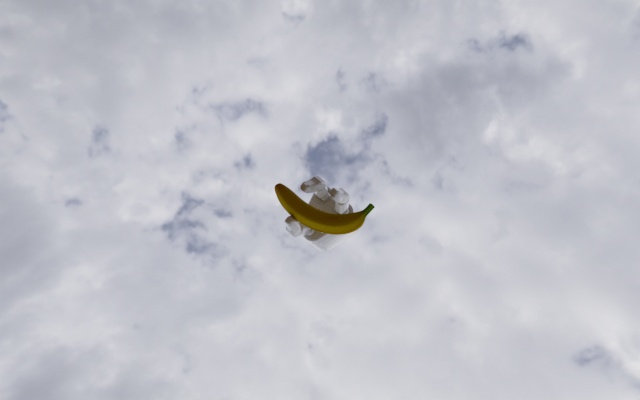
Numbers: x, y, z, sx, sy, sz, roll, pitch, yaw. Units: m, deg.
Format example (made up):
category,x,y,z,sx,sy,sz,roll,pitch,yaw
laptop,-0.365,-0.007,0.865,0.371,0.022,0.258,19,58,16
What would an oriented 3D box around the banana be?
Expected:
category,x,y,z,sx,sy,sz,roll,pitch,yaw
banana,-0.002,0.021,0.861,0.198,0.069,0.037,13,-13,21
